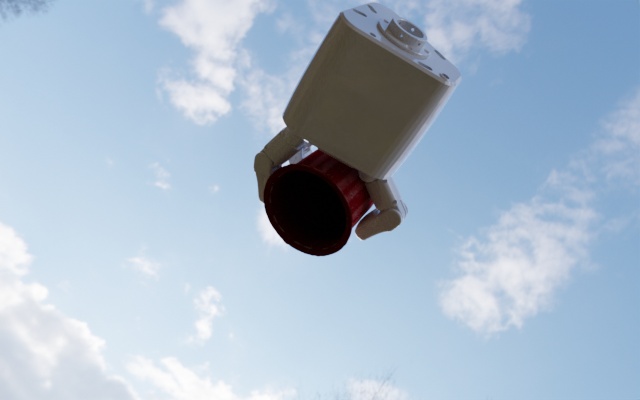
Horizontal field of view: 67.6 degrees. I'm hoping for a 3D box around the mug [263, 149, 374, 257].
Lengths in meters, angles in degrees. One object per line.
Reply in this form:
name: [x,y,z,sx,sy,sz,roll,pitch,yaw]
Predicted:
mug: [0.000,0.002,0.471,0.081,0.093,0.117,-41,-10,-51]
